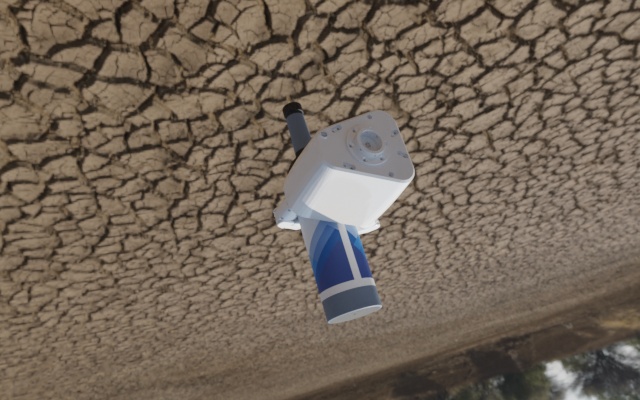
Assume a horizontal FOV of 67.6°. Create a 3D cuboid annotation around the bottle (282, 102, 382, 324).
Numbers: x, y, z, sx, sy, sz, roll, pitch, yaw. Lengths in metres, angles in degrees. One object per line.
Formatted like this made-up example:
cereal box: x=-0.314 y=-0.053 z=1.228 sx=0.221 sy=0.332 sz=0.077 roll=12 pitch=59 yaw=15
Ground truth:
bottle: x=0.000 y=0.002 z=0.608 sx=0.069 sy=0.295 sz=0.069 roll=-15 pitch=-22 yaw=-6
